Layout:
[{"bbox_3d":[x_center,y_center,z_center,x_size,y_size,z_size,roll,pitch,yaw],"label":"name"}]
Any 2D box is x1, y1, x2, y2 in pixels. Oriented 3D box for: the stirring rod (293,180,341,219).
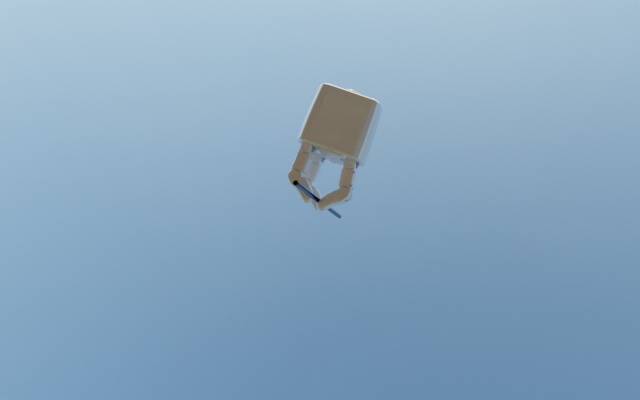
[{"bbox_3d":[0.000,0.003,0.789,0.011,0.011,0.239,0,-13,18],"label":"stirring rod"}]
